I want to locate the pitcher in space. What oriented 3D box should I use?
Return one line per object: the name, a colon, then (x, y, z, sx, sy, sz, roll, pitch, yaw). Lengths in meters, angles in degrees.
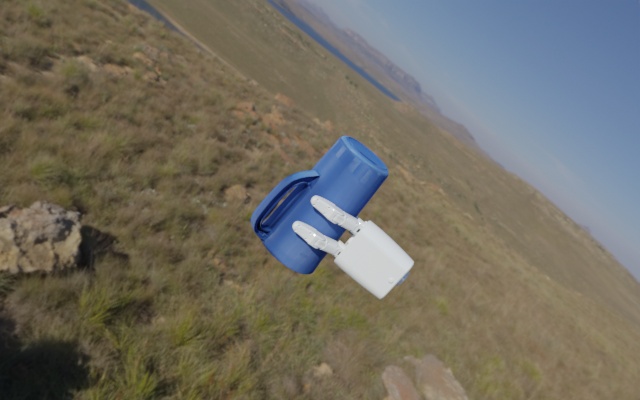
pitcher: (0.000, 0.003, 0.856, 0.145, 0.243, 0.149, 41, 17, 6)
